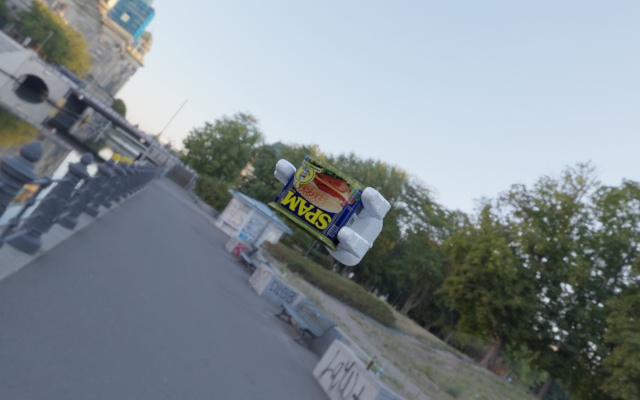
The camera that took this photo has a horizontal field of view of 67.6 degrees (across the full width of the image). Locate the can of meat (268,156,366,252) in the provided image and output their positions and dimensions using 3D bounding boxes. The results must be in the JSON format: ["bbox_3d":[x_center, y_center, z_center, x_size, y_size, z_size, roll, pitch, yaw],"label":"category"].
[{"bbox_3d":[0.000,0.002,0.607,0.102,0.084,0.057,33,-9,21],"label":"can of meat"}]
